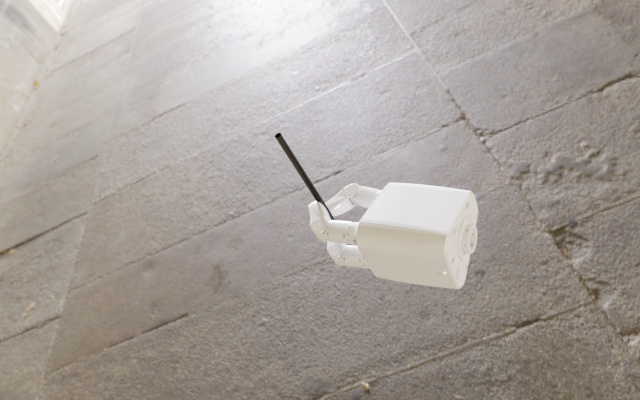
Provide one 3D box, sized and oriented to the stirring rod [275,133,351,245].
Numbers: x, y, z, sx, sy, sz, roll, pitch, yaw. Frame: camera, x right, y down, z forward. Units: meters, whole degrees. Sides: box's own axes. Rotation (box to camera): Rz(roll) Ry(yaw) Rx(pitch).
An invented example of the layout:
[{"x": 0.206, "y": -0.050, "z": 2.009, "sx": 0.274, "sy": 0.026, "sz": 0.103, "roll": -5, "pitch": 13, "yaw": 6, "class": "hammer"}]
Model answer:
[{"x": 0.000, "y": 0.002, "z": 0.612, "sx": 0.011, "sy": 0.011, "sz": 0.240, "roll": 0, "pitch": -38, "yaw": 30, "class": "stirring rod"}]
